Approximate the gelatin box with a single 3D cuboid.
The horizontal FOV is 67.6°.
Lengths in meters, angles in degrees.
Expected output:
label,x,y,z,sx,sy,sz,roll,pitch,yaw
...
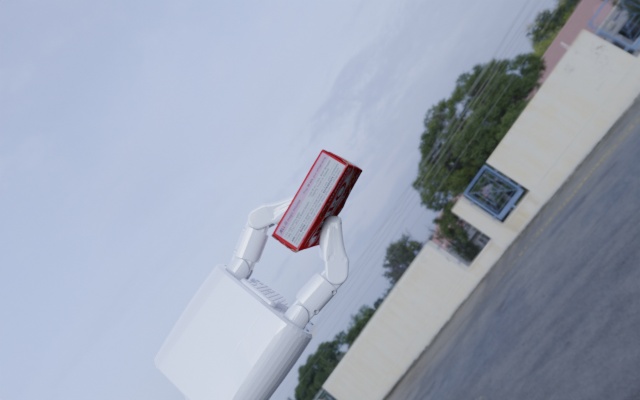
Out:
label,x,y,z,sx,sy,sz,roll,pitch,yaw
gelatin box,0.000,0.001,0.432,0.030,0.089,0.073,31,7,13
